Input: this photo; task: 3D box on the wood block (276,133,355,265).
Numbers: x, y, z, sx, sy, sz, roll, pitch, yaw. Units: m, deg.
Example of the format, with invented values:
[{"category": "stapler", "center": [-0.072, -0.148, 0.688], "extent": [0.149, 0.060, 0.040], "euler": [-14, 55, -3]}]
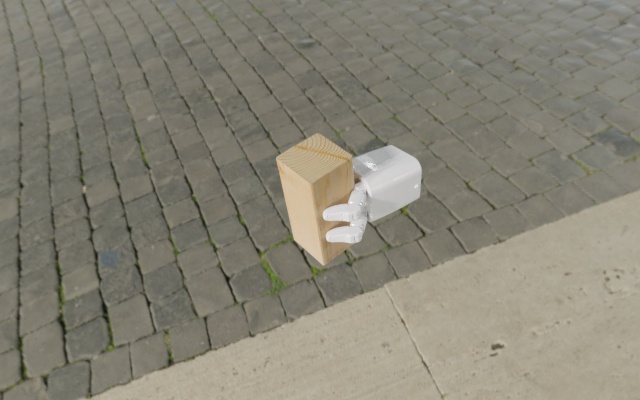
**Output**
[{"category": "wood block", "center": [0.000, 0.002, 0.822], "extent": [0.090, 0.206, 0.090], "euler": [-34, 51, -23]}]
